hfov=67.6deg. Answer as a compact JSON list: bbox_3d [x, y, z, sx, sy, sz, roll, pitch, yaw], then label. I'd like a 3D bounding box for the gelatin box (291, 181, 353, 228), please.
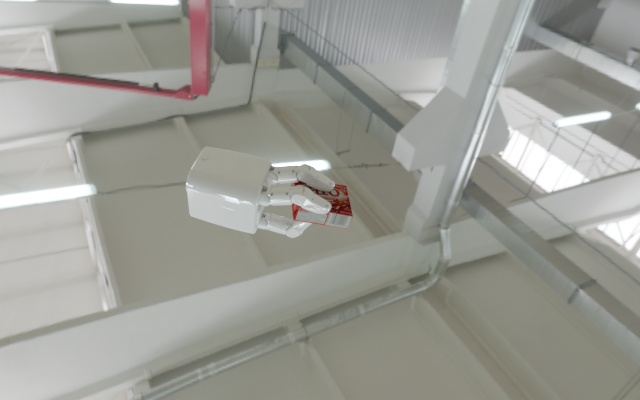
[{"bbox_3d":[0.000,0.003,0.730,0.089,0.030,0.073,9,38,-15],"label":"gelatin box"}]
